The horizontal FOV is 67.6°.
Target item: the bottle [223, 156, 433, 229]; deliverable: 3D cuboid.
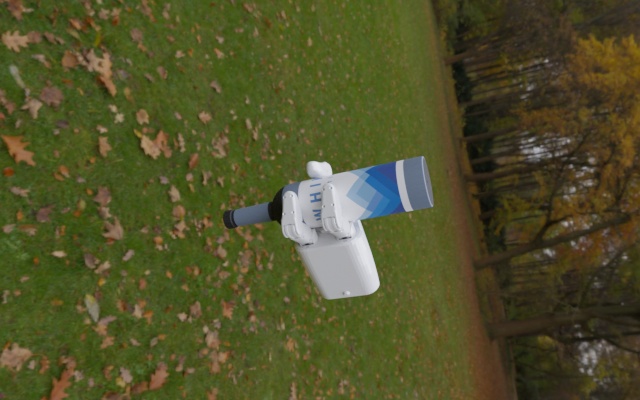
[{"bbox_3d":[0.000,0.002,0.655,0.296,0.069,0.069,-11,-4,19],"label":"bottle"}]
